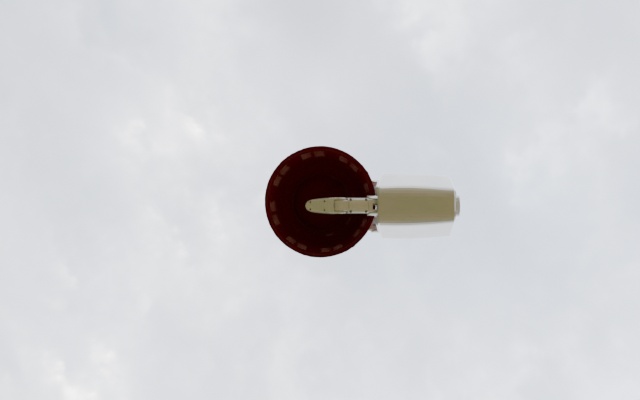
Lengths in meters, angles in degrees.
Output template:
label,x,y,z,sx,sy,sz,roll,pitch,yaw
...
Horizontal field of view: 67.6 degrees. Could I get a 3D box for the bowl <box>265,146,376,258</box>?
label,x,y,z,sx,sy,sz,roll,pitch,yaw
bowl,-0.001,0.002,0.714,0.162,0.162,0.055,0,-1,1
